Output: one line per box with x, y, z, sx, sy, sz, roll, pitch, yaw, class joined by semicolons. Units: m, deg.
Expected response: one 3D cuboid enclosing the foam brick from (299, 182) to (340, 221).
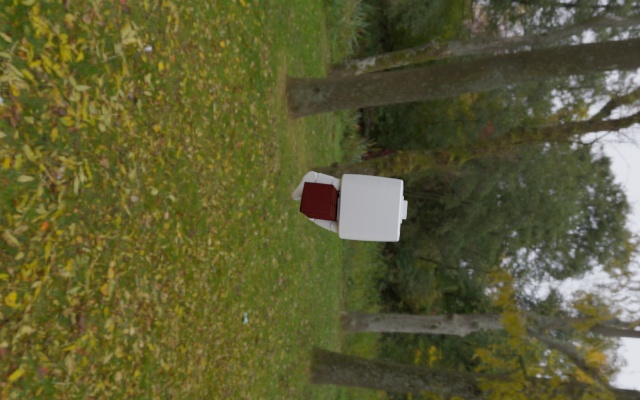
0.000;0.003;0.814;0.051;0.053;0.078;7;-8;11;foam brick
